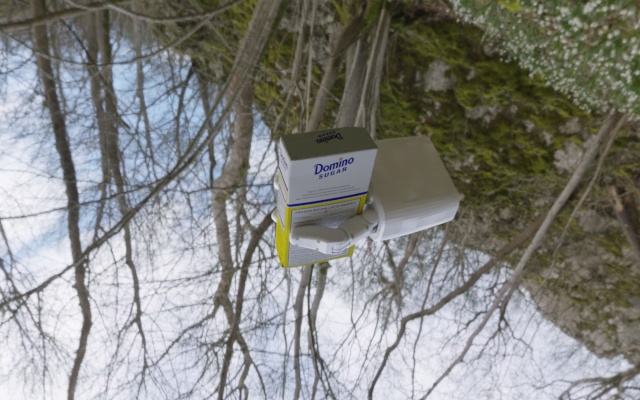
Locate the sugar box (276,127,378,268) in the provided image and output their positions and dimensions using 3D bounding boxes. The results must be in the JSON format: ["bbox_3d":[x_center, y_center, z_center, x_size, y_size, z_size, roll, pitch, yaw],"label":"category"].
[{"bbox_3d":[0.000,0.001,0.530,0.093,0.176,0.048,-9,46,-17],"label":"sugar box"}]
